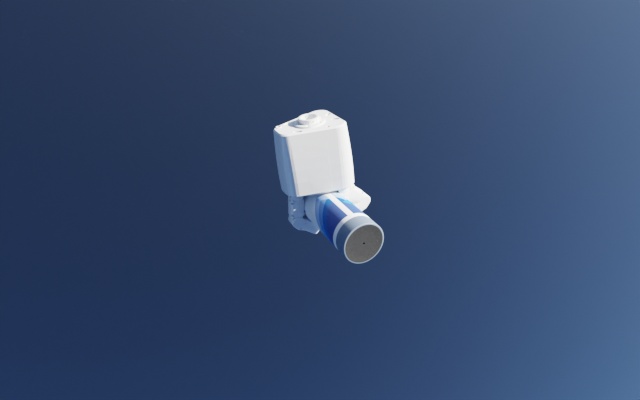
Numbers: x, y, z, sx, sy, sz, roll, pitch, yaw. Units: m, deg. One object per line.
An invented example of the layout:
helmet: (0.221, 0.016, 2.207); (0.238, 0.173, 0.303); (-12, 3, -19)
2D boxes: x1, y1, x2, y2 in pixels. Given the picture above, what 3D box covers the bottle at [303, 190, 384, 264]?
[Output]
bottle: (0.000, 0.003, 0.801); (0.069, 0.069, 0.295); (0, 24, -28)
